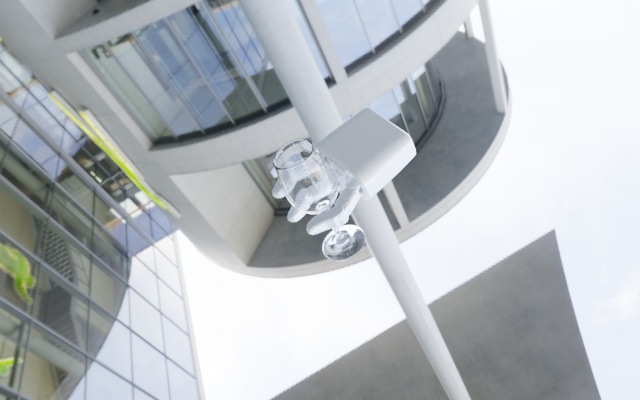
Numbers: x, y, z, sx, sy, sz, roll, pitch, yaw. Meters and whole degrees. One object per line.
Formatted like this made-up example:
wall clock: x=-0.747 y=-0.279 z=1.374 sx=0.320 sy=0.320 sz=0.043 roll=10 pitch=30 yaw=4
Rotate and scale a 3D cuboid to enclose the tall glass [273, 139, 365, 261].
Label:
tall glass: x=0.000 y=0.003 z=0.713 sx=0.079 sy=0.079 sz=0.201 roll=0 pitch=-41 yaw=31
